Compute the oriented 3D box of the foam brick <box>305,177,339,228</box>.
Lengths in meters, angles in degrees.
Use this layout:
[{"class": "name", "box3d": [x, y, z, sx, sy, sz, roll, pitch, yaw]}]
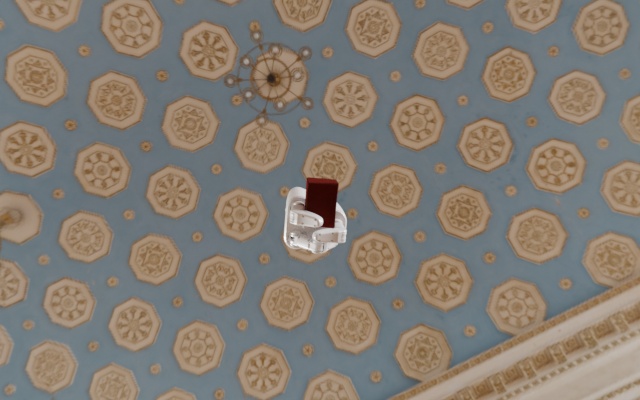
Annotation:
[{"class": "foam brick", "box3d": [0.000, 0.002, 0.815, 0.053, 0.078, 0.051, 4, 13, -4]}]
